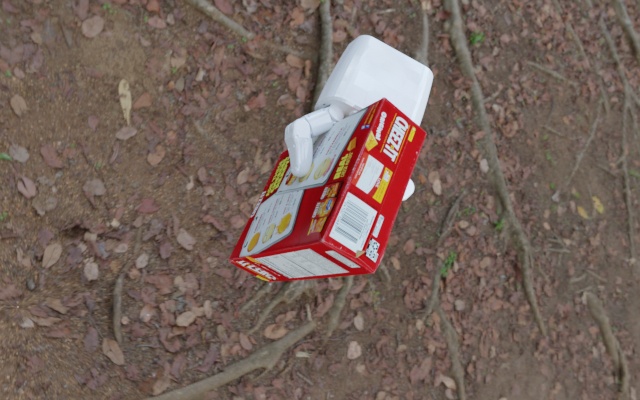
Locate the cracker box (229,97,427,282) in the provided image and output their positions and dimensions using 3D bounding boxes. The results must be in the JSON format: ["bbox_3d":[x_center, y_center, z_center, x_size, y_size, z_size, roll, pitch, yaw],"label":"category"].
[{"bbox_3d":[0.000,0.002,0.523,0.072,0.164,0.214,34,-26,-22],"label":"cracker box"}]
